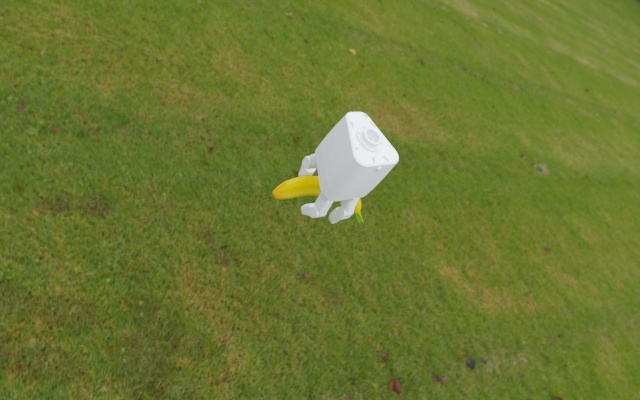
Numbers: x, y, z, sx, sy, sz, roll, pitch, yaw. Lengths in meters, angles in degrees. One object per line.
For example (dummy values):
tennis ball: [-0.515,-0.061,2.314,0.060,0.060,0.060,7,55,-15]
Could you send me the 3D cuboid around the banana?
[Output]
banana: [0.004,-0.013,0.900,0.198,0.069,0.037,17,-30,-24]
